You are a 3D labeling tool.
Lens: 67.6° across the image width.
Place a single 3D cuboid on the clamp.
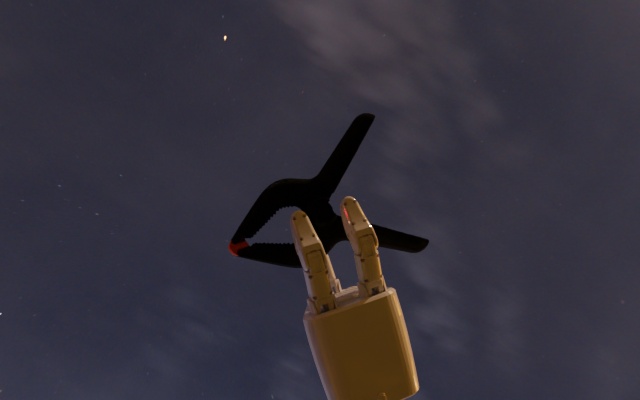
[{"bbox_3d":[-0.001,0.002,0.508,0.210,0.164,0.036,-15,-5,-15],"label":"clamp"}]
